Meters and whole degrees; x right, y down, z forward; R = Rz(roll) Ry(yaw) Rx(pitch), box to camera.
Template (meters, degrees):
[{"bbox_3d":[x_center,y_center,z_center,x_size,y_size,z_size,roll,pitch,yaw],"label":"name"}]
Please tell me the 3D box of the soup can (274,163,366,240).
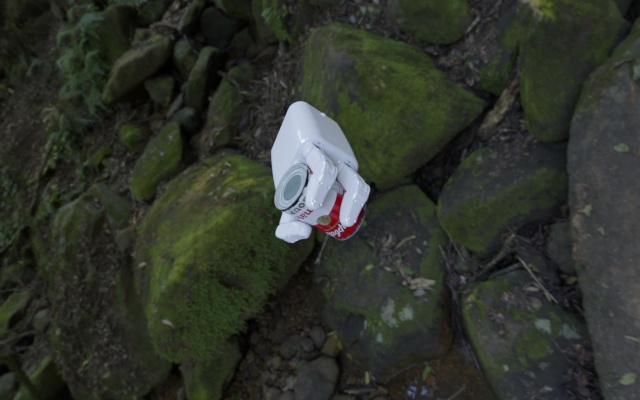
[{"bbox_3d":[0.000,0.002,0.621,0.102,0.068,0.068,28,-16,-32],"label":"soup can"}]
